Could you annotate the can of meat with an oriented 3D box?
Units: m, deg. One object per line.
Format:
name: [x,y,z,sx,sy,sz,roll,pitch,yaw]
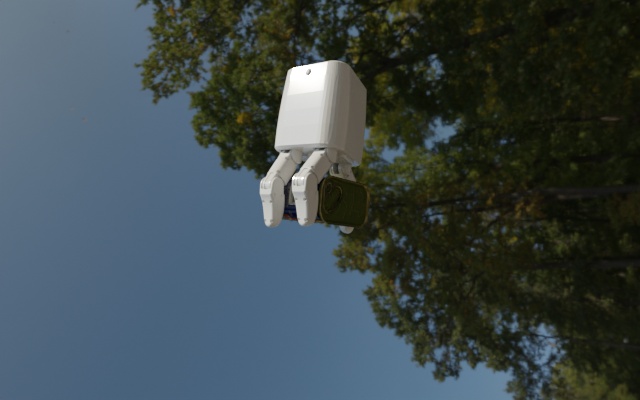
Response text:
can of meat: [0.000,0.002,0.606,0.084,0.057,0.102,2,-5,38]
